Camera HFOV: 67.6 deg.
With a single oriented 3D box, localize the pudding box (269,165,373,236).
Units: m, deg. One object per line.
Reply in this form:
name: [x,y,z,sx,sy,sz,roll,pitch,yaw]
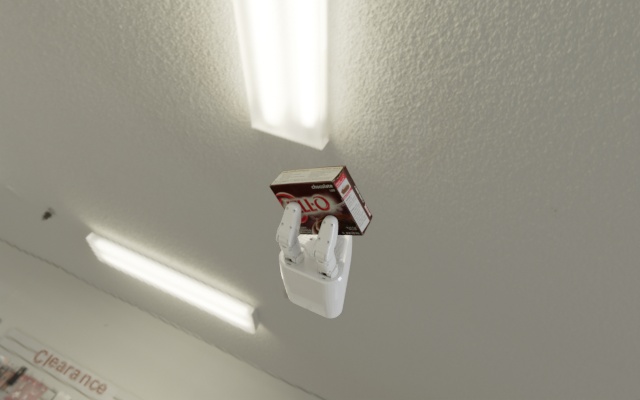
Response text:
pudding box: [0.000,0.002,0.623,0.113,0.090,0.039,-4,39,39]
